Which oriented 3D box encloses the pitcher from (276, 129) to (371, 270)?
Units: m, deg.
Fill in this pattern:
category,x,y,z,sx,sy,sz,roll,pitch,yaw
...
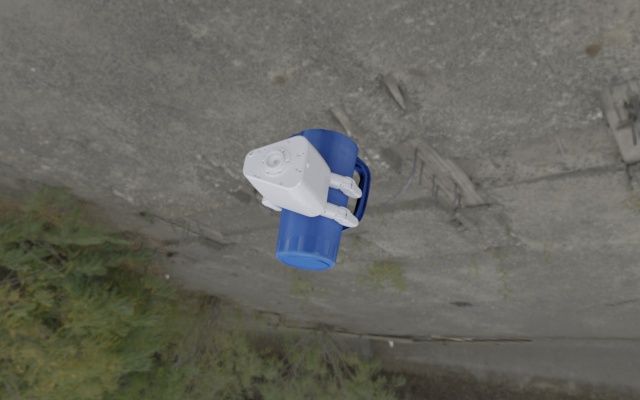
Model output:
category,x,y,z,sx,sy,sz,roll,pitch,yaw
pitcher,0.000,0.003,0.887,0.149,0.242,0.145,1,-22,20
